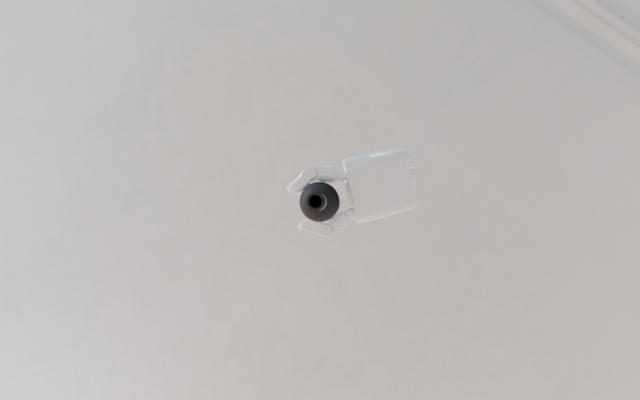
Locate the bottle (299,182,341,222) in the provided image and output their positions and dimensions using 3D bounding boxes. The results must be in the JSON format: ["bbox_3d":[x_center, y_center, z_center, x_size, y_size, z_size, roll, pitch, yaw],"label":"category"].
[{"bbox_3d":[0.000,0.003,0.822,0.069,0.069,0.296,0,-1,3],"label":"bottle"}]
